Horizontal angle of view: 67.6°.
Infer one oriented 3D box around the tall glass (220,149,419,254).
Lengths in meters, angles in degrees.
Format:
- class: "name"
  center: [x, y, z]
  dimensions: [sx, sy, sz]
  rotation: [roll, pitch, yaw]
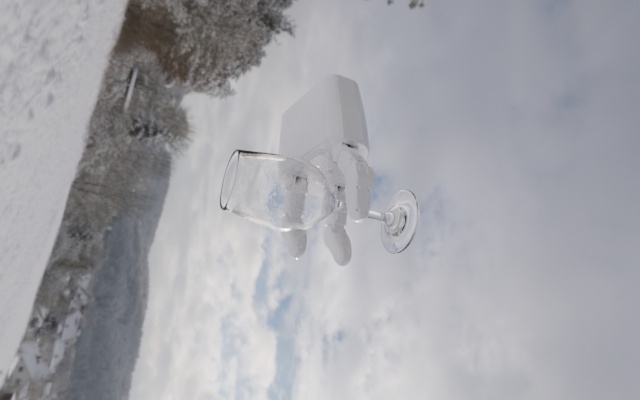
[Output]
- class: "tall glass"
  center: [0.001, 0.002, 0.504]
  dimensions: [0.201, 0.079, 0.079]
  rotation: [14, -5, -22]
